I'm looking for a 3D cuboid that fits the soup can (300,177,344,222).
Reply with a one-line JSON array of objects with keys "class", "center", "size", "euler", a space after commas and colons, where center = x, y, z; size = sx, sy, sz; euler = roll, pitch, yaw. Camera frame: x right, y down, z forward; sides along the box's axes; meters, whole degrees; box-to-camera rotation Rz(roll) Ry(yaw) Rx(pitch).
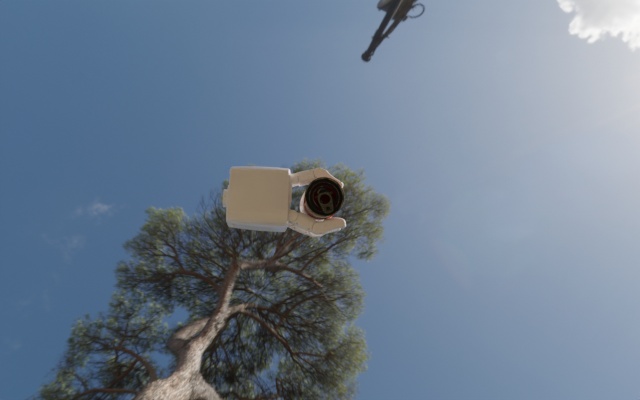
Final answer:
[{"class": "soup can", "center": [0.001, 0.003, 0.852], "size": [0.068, 0.068, 0.102], "euler": [0, -11, -8]}]
